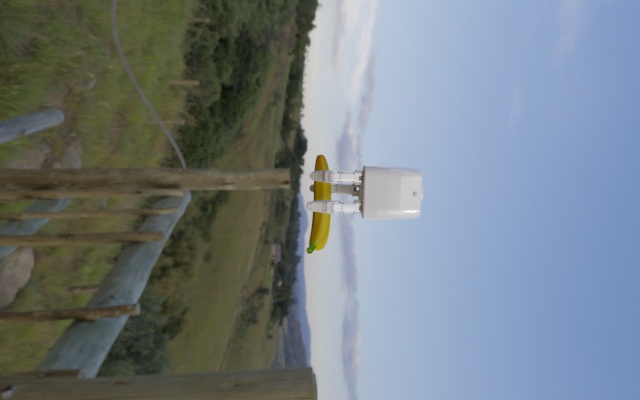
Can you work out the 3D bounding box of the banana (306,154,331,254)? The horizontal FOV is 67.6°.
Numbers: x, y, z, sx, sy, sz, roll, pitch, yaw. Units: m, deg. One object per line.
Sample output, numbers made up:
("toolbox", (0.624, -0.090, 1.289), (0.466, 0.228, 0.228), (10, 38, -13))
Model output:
("banana", (0.001, 0.013, 0.912), (0.037, 0.197, 0.070), (2, -20, 6))
